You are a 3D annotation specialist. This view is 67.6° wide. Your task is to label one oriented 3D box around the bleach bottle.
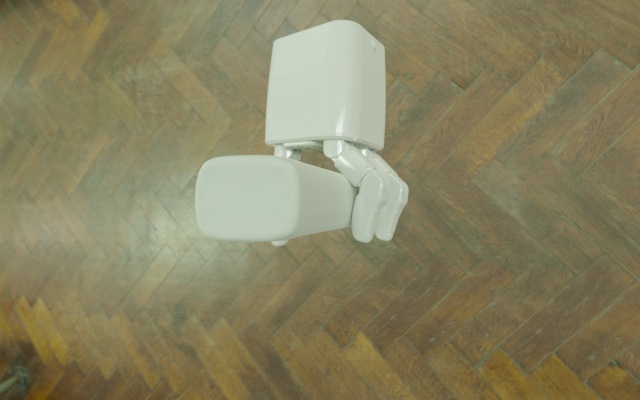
[{"bbox_3d":[0.000,0.002,0.471,0.102,0.068,0.251,1,-1,28],"label":"bleach bottle"}]
